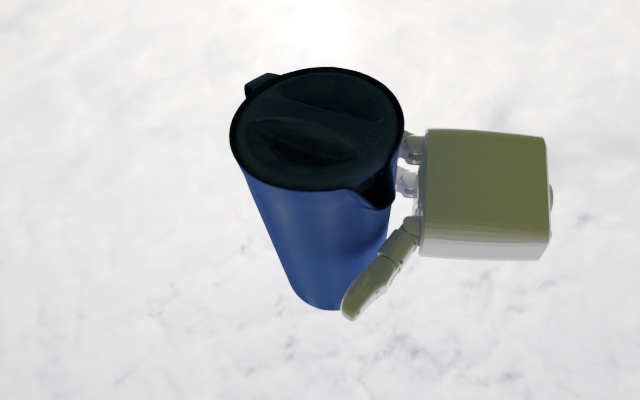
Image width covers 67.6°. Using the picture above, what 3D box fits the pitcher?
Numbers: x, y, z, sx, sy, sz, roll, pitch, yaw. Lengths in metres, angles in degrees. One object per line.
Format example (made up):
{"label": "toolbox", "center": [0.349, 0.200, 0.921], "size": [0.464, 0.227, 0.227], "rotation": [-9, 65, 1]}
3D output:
{"label": "pitcher", "center": [0.000, 0.002, 0.456], "size": [0.145, 0.149, 0.243], "rotation": [3, -36, 8]}
